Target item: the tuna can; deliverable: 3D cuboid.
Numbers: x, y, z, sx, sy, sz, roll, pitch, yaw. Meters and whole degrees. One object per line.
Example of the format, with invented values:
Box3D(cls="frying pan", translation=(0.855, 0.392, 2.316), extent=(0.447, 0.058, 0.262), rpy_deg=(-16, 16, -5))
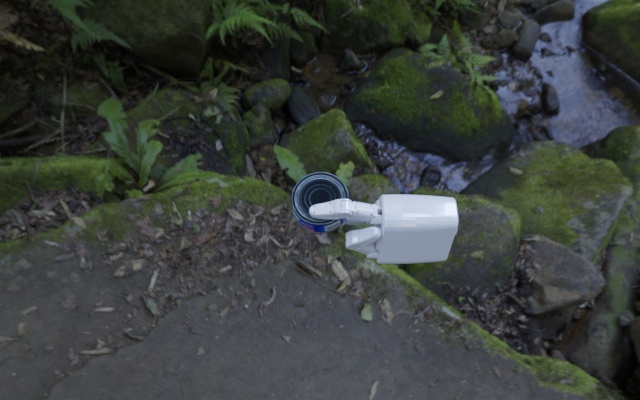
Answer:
Box3D(cls="tuna can", translation=(0.000, 0.002, 0.699), extent=(0.086, 0.086, 0.034), rpy_deg=(0, -22, 3))
